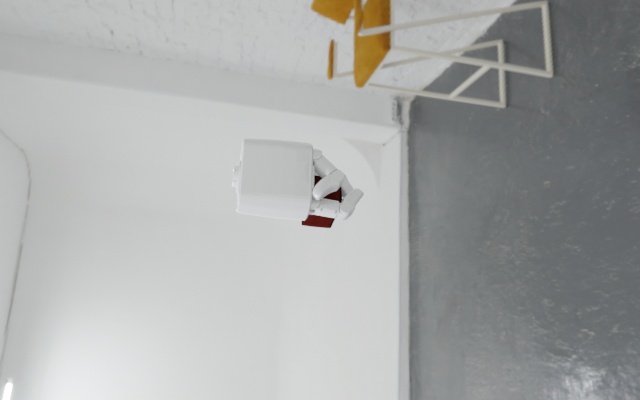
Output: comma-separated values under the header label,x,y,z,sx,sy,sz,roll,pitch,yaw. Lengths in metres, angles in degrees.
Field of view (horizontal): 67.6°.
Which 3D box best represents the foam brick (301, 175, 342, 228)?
label,x,y,z,sx,sy,sz,roll,pitch,yaw
foam brick,0.000,0.003,0.775,0.051,0.053,0.078,4,-34,-12
